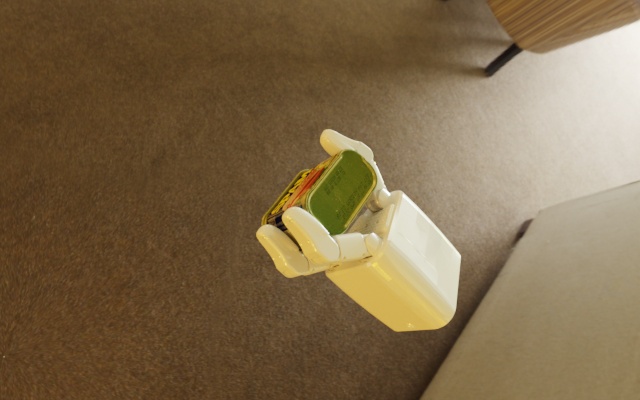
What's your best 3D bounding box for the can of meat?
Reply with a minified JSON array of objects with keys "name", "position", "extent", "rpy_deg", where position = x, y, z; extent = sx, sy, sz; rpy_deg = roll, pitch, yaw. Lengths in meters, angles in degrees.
[{"name":"can of meat","position":[0.000,0.001,0.483],"extent":[0.084,0.057,0.102],"rpy_deg":[-25,23,53]}]
